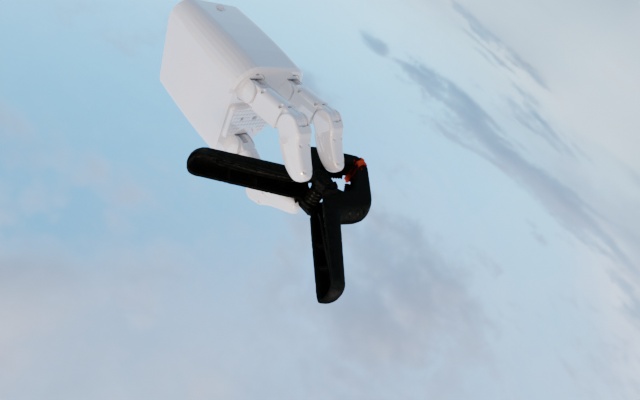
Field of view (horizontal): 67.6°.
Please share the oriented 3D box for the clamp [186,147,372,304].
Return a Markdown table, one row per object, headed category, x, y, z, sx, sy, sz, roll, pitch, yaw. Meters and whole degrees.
| category | x | y | z | sx | sy | sz | roll | pitch | yaw |
| --- | --- | --- | --- | --- | --- | --- | --- | --- | --- |
| clamp | 0.000 | 0.002 | 0.445 | 0.036 | 0.164 | 0.210 | -51 | -17 | 31 |
